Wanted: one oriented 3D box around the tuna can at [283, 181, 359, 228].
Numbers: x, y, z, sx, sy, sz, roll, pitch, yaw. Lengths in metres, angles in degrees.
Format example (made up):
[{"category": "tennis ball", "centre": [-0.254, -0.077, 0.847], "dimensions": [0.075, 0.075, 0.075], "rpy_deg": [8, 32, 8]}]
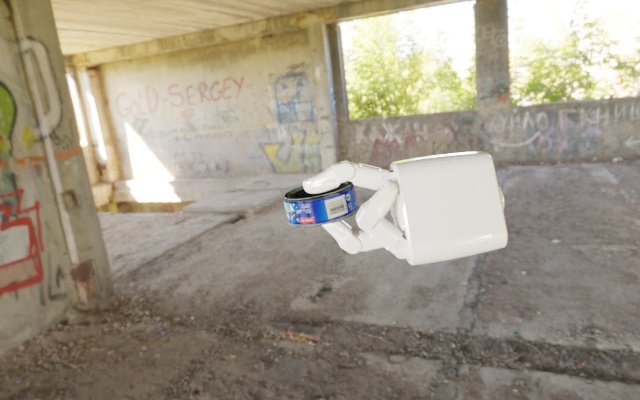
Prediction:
[{"category": "tuna can", "centre": [0.000, 0.001, 0.563], "dimensions": [0.086, 0.034, 0.086], "rpy_deg": [-12, 13, 3]}]
